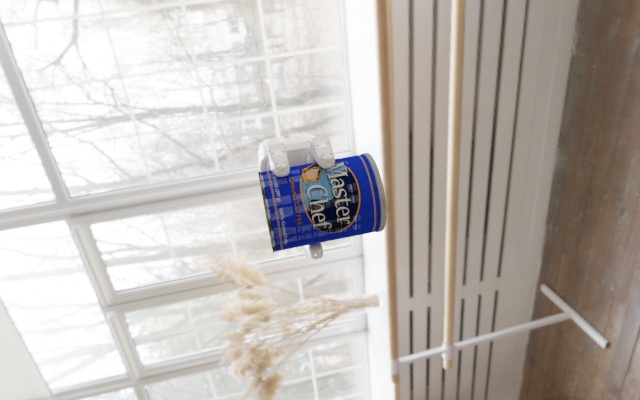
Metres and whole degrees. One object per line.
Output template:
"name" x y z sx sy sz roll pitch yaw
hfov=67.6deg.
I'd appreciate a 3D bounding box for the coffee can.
"coffee can" 0.000 0.002 0.599 0.140 0.103 0.103 -10 1 -8
